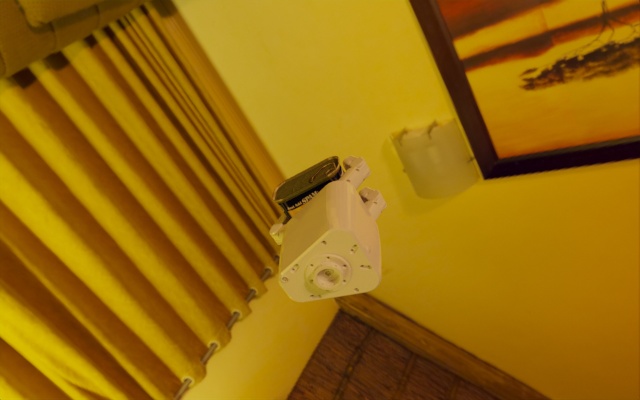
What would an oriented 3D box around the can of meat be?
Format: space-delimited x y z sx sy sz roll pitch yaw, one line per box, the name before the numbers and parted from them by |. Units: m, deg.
can of meat | 0.000 0.002 0.647 0.102 0.084 0.057 -27 24 13
